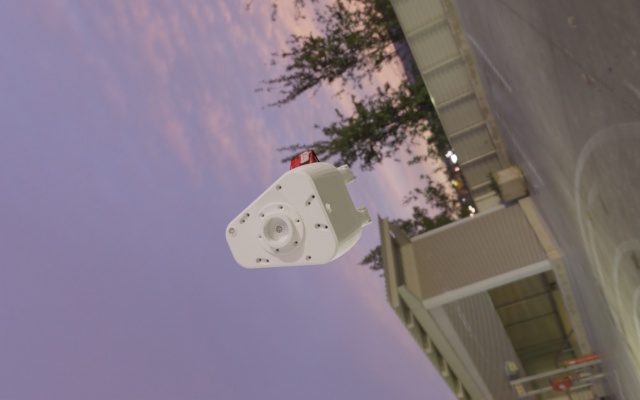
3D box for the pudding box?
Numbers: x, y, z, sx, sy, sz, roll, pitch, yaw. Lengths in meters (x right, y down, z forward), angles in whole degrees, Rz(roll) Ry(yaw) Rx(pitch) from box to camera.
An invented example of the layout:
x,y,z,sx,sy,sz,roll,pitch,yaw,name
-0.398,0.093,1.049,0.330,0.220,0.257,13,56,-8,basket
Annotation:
x,y,z,sx,sy,sz,roll,pitch,yaw,name
0.000,0.002,0.617,0.039,0.113,0.090,-23,28,15,pudding box
